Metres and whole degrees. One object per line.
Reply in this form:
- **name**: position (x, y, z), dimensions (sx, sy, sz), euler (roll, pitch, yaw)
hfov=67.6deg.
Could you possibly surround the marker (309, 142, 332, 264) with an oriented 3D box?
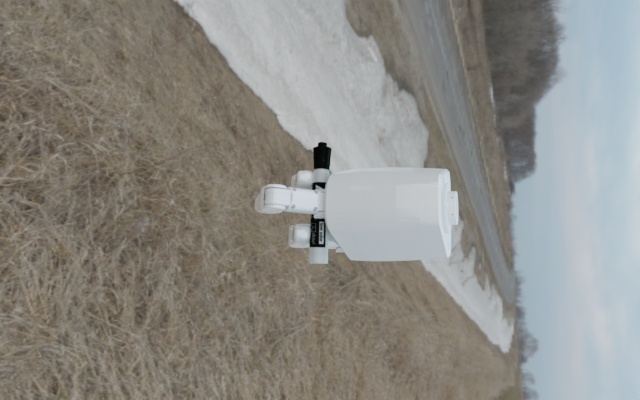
- **marker**: position (0.000, 0.002, 0.473), dimensions (0.020, 0.121, 0.020), euler (2, -9, 0)
